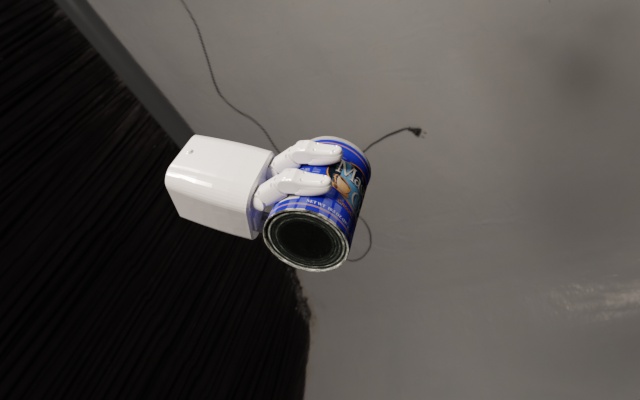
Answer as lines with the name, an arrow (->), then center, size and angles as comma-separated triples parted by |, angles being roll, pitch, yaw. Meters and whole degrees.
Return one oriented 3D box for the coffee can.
coffee can -> 0.000, 0.002, 0.591 | 0.103, 0.103, 0.140 | 0, 42, 19
